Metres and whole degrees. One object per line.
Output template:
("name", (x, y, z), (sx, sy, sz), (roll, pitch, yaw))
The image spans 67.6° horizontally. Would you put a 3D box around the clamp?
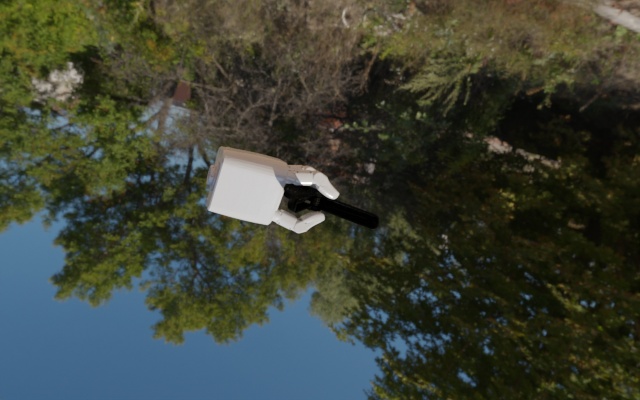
("clamp", (0.000, 0.003, 0.840), (0.164, 0.036, 0.210), (15, 8, -20))
